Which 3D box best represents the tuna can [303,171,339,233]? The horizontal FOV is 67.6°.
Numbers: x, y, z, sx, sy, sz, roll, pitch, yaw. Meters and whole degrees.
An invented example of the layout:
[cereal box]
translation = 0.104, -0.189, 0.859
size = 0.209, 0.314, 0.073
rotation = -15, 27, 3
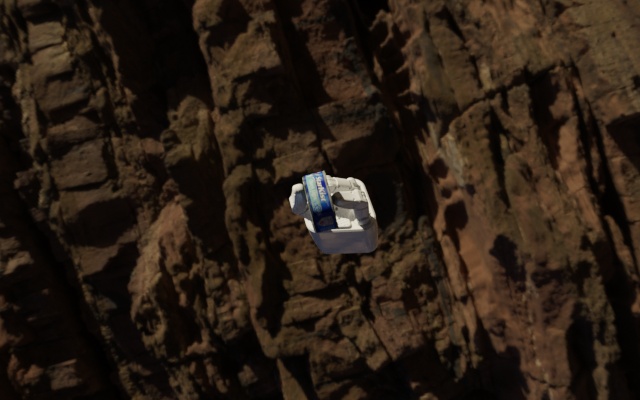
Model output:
[tuna can]
translation = 0.000, 0.002, 0.685
size = 0.034, 0.086, 0.086
rotation = -14, 0, 1
